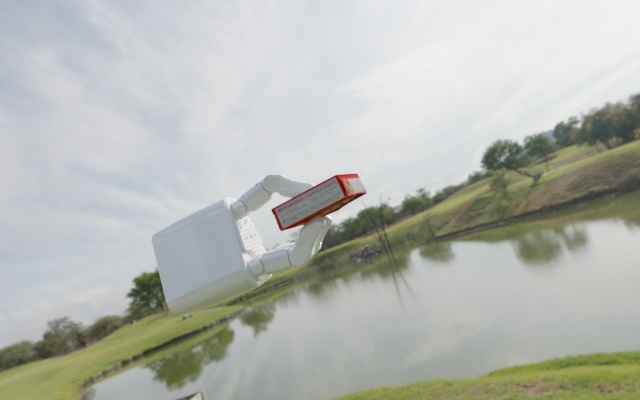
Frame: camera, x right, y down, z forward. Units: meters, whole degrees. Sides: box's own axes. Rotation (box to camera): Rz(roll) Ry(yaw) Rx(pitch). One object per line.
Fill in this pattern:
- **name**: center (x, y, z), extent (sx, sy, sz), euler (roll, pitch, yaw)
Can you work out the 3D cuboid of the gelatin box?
- **gelatin box**: center (0.000, 0.001, 0.538), extent (0.089, 0.030, 0.073), euler (-28, -7, 21)
